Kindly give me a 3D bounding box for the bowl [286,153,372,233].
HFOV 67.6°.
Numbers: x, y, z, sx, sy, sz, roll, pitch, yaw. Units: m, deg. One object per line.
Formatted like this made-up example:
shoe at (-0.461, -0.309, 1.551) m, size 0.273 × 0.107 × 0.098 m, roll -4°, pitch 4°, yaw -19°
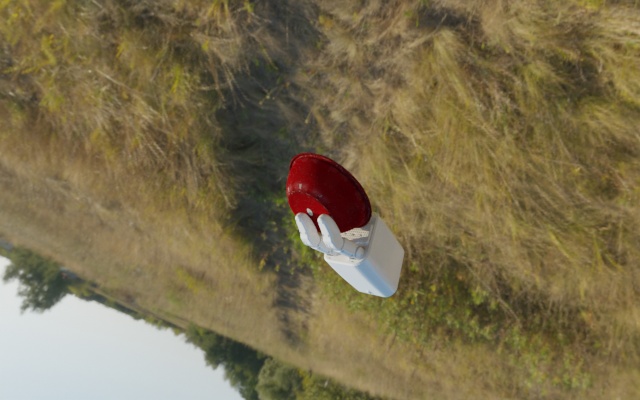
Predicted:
bowl at (-0.001, 0.002, 0.767) m, size 0.162 × 0.162 × 0.055 m, roll 0°, pitch 41°, yaw 49°
